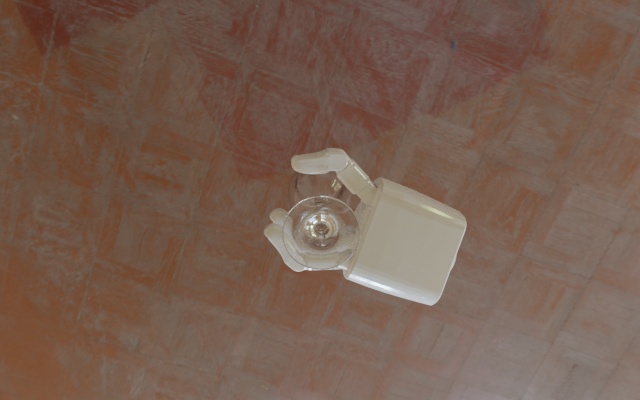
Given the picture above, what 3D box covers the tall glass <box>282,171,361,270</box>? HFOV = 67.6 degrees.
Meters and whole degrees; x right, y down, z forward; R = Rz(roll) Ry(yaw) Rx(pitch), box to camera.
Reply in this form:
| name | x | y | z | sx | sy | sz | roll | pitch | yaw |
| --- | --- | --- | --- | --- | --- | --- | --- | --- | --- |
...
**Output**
| name | x | y | z | sx | sy | sz | roll | pitch | yaw |
| --- | --- | --- | --- | --- | --- | --- | --- | --- | --- |
| tall glass | 0.000 | 0.002 | 0.541 | 0.079 | 0.079 | 0.201 | 0 | 18 | -1 |
